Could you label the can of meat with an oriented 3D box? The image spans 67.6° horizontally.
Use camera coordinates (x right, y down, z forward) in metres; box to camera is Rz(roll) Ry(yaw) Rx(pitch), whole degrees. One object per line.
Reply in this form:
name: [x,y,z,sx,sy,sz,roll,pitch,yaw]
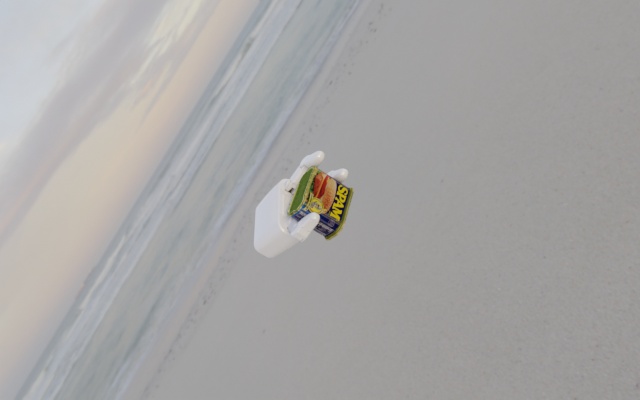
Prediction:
can of meat: [0.000,0.003,0.807,0.084,0.102,0.057,31,-37,-18]
